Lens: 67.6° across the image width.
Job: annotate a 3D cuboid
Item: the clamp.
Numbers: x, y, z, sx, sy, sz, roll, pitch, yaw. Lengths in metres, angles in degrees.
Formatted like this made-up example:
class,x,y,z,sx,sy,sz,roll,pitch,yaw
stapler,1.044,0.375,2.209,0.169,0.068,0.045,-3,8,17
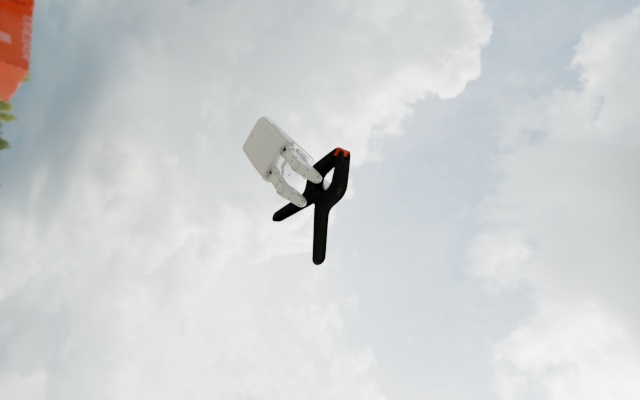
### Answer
class,x,y,z,sx,sy,sz,roll,pitch,yaw
clamp,0.001,0.002,0.883,0.036,0.210,0.164,14,27,-46
